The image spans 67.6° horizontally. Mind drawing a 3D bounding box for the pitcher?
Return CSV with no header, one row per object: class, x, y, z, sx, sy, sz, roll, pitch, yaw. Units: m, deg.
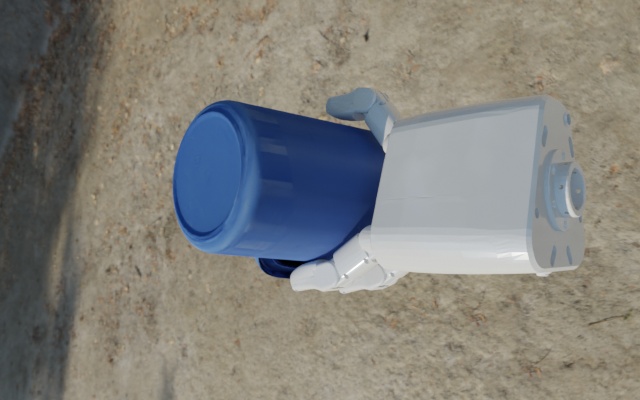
pitcher,0.000,0.001,0.415,0.145,0.149,0.243,-2,-6,45
